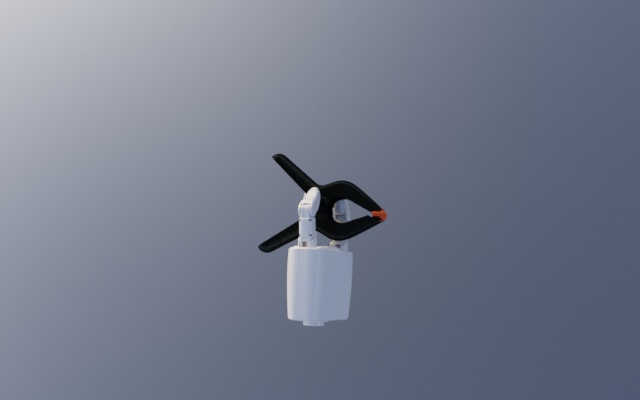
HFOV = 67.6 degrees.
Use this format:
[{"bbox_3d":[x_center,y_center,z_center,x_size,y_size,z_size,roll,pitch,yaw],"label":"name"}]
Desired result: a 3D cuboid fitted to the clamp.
[{"bbox_3d":[0.000,0.003,0.760,0.210,0.164,0.036,-1,-7,19],"label":"clamp"}]
